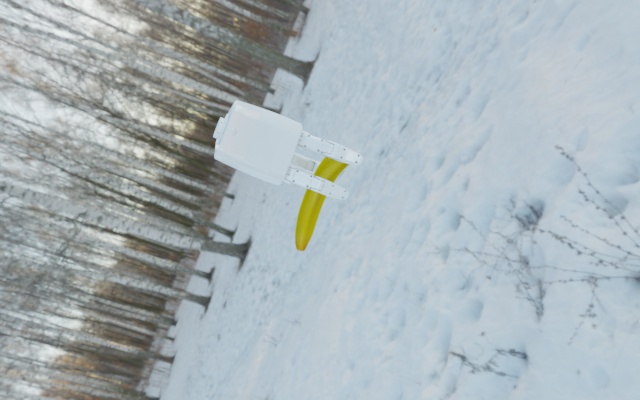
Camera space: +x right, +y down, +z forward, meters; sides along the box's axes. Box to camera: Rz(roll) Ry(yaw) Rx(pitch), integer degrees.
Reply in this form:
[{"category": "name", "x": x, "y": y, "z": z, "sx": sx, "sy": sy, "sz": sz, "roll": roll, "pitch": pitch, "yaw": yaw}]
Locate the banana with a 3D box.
[{"category": "banana", "x": -0.001, "y": -0.010, "z": 0.779, "sx": 0.037, "sy": 0.198, "sz": 0.069, "roll": 19, "pitch": 26, "yaw": -20}]
